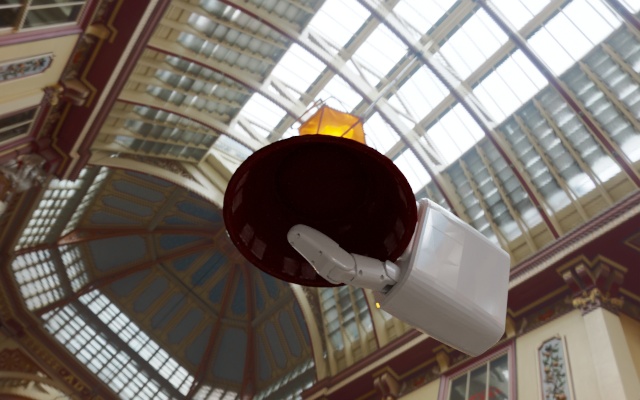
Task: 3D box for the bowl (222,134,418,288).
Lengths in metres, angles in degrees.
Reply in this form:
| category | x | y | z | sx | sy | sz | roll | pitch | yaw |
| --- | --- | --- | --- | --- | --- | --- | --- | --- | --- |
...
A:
| category | x | y | z | sx | sy | sz | roll | pitch | yaw |
| --- | --- | --- | --- | --- | --- | --- | --- | --- | --- |
| bowl | -0.001 | 0.000 | 0.416 | 0.162 | 0.162 | 0.055 | 0 | 37 | 3 |
